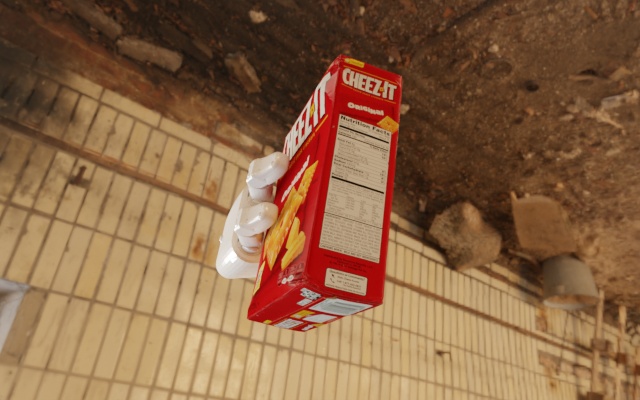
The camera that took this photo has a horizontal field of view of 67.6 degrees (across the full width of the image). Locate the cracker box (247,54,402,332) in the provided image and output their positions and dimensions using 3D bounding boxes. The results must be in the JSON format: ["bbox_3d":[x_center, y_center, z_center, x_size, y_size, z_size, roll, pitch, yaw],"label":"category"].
[{"bbox_3d":[0.000,0.002,0.446,0.072,0.213,0.164,17,-26,-17],"label":"cracker box"}]
